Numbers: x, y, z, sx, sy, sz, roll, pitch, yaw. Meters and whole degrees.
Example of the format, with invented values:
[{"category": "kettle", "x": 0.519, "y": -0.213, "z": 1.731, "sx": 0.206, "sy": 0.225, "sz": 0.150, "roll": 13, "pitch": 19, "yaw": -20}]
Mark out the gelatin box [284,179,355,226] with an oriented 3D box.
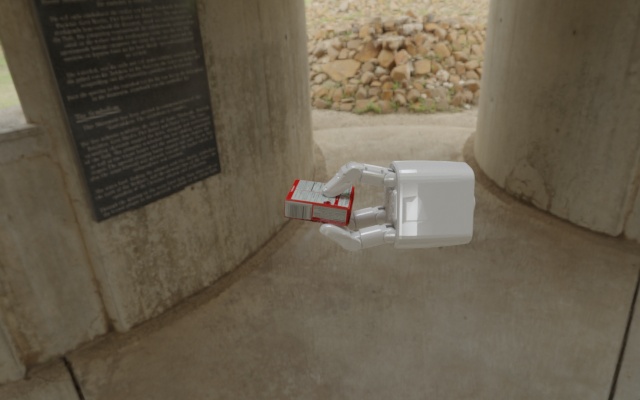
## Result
[{"category": "gelatin box", "x": 0.000, "y": 0.002, "z": 0.657, "sx": 0.089, "sy": 0.030, "sz": 0.073, "roll": 8, "pitch": 26, "yaw": 5}]
